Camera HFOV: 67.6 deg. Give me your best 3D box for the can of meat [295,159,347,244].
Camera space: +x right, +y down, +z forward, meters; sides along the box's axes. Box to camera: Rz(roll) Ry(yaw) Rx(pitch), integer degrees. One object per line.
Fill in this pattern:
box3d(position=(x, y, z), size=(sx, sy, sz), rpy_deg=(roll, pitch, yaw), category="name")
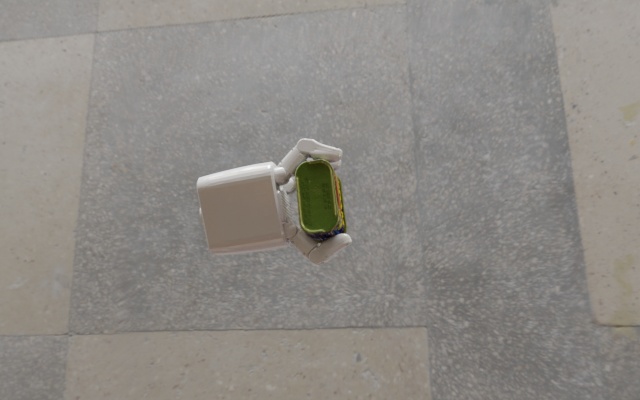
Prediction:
box3d(position=(0.000, 0.002, 0.644), size=(0.057, 0.102, 0.084), rpy_deg=(-8, -12, 7), category="can of meat")
